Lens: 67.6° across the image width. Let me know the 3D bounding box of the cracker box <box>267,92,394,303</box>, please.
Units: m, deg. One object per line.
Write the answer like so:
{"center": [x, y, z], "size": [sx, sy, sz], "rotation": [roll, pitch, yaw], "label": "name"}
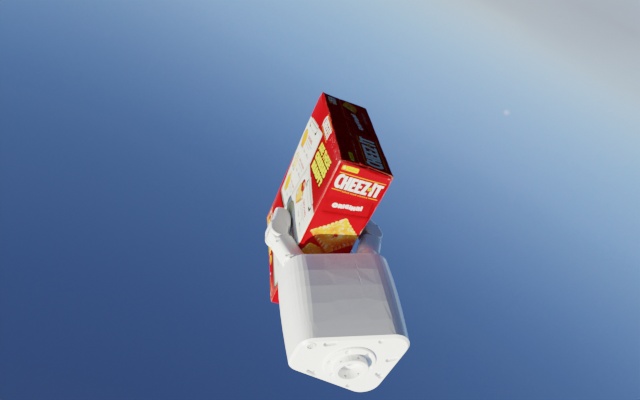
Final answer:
{"center": [0.000, 0.002, 0.592], "size": [0.072, 0.214, 0.164], "rotation": [15, 34, -19], "label": "cracker box"}
